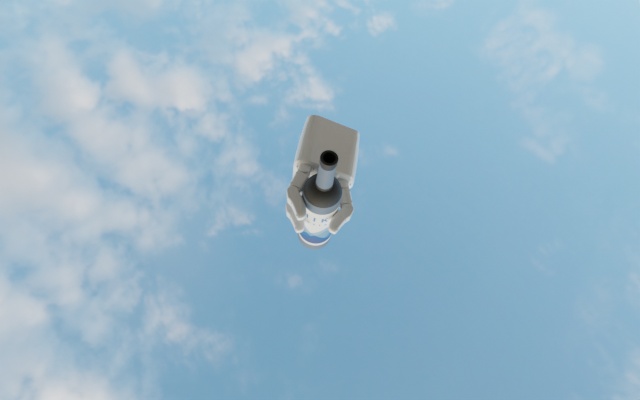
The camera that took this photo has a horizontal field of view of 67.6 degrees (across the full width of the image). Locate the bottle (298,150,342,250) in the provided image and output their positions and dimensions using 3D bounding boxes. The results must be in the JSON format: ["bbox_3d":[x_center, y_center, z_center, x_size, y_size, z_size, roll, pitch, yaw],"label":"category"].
[{"bbox_3d":[0.000,0.003,0.829,0.069,0.069,0.296,0,-26,-6],"label":"bottle"}]
